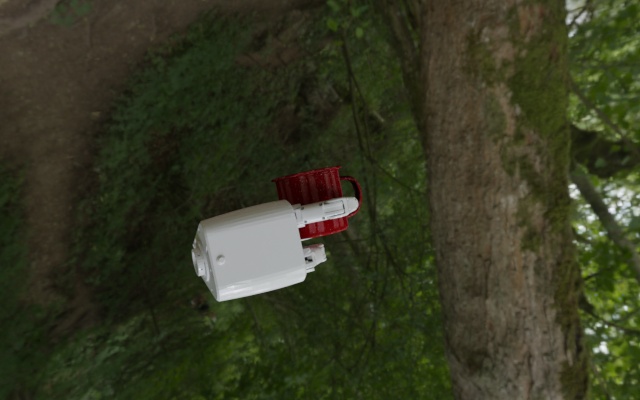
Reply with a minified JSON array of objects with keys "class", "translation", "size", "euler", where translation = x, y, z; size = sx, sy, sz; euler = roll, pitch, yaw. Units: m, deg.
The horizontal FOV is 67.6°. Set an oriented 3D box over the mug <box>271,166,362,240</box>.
[{"class":"mug","translation":[0.001,0.002,0.623],"size":[0.117,0.081,0.093],"euler":[-12,1,-22]}]
